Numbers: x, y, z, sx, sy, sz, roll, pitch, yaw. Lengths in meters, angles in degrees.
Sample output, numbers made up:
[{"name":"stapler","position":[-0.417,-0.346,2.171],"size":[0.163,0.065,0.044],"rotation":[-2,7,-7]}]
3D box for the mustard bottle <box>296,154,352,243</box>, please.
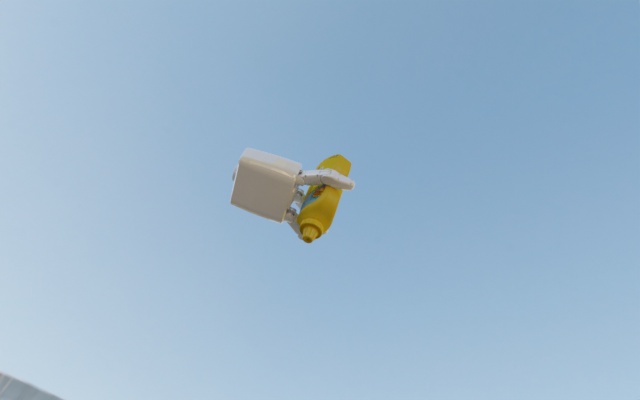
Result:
[{"name":"mustard bottle","position":[0.000,0.003,0.864],"size":[0.058,0.191,0.096],"rotation":[37,-48,-16]}]
